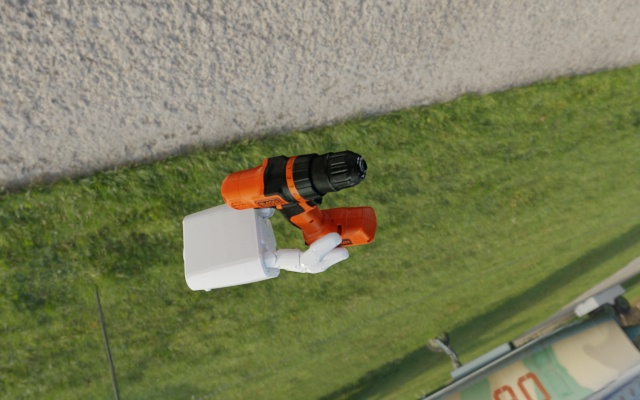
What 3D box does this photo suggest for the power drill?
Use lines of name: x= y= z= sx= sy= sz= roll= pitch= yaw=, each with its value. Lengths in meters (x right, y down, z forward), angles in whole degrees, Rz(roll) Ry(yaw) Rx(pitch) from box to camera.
power drill: x=0.000 y=0.002 z=0.595 sx=0.184 sy=0.057 sz=0.188 roll=-8 pitch=-28 yaw=29
